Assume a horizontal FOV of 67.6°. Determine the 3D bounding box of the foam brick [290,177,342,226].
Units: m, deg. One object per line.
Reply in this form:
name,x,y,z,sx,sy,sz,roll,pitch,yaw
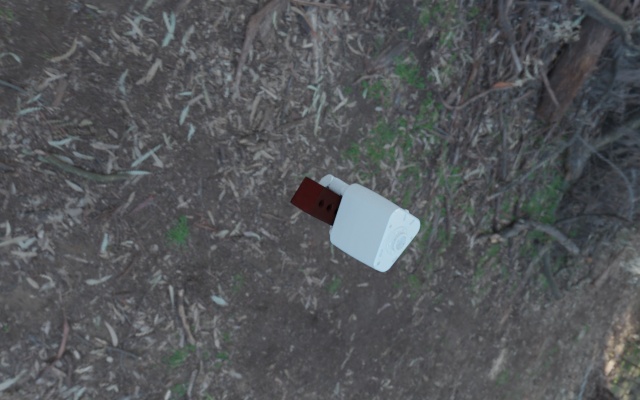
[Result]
foam brick,0.000,0.003,0.805,0.051,0.053,0.078,31,3,42
